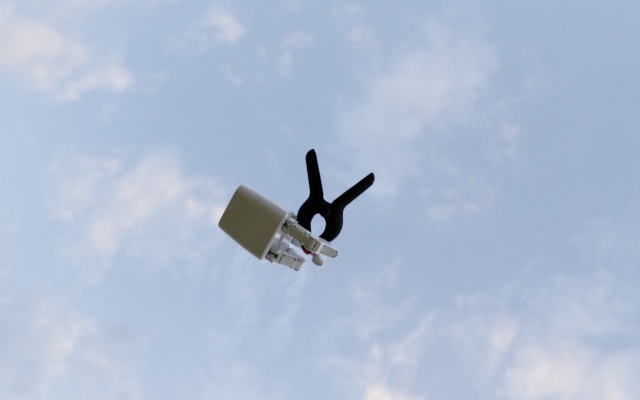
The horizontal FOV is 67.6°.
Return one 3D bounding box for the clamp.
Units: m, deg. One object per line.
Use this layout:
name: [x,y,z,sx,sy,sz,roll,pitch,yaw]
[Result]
clamp: [0.000,0.003,0.786,0.120,0.171,0.039,33,9,19]
